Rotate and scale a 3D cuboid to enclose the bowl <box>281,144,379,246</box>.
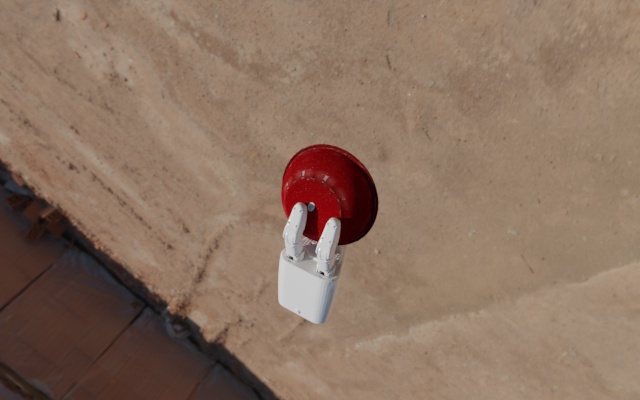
[{"bbox_3d":[0.000,0.001,0.697,0.162,0.162,0.055,0,20,29],"label":"bowl"}]
